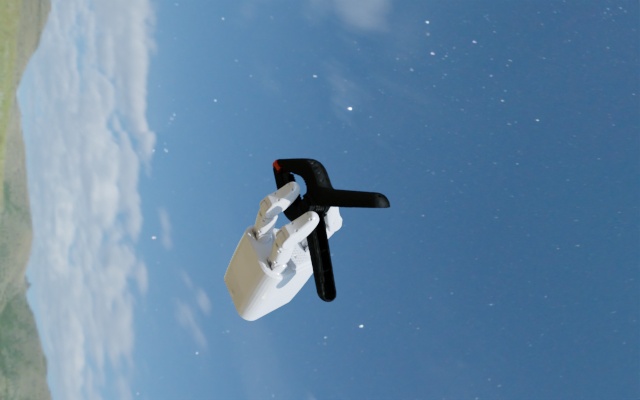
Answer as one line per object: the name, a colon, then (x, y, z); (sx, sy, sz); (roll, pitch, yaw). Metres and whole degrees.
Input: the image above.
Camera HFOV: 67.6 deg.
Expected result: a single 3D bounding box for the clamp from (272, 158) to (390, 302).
clamp: (0.000, 0.002, 0.626); (0.036, 0.165, 0.210); (3, 43, -41)
